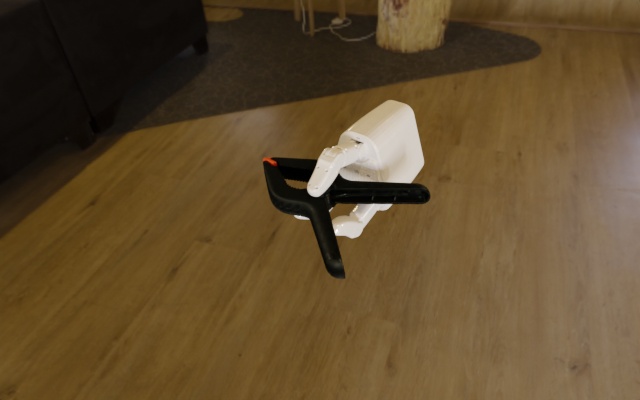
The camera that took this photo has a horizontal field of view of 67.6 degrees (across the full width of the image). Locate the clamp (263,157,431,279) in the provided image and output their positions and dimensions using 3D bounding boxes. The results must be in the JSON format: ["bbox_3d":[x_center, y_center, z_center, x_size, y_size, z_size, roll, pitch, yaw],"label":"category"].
[{"bbox_3d":[0.000,0.001,0.565,0.210,0.036,0.164,23,48,29],"label":"clamp"}]
